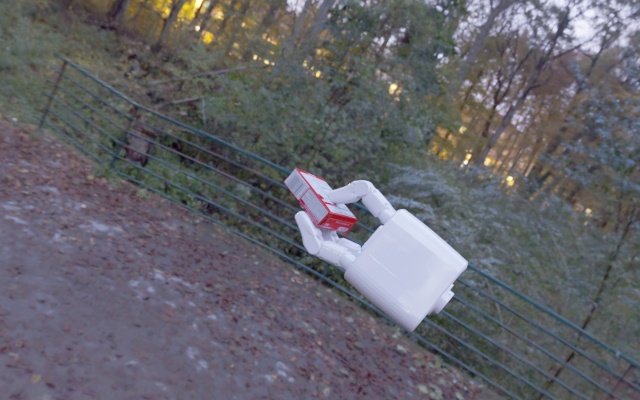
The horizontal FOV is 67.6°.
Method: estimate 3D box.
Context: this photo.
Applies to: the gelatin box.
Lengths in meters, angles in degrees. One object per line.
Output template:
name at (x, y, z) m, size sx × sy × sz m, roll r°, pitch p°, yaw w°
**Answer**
gelatin box at (0.000, 0.002, 0.650) m, size 0.089 × 0.030 × 0.073 m, roll 52°, pitch 18°, yaw 28°
